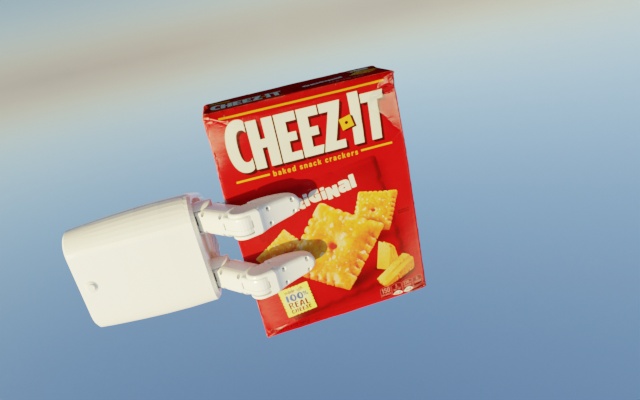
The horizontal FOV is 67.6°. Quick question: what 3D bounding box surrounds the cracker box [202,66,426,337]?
[{"bbox_3d":[0.000,0.002,0.442,0.164,0.214,0.072,-15,21,-7],"label":"cracker box"}]
